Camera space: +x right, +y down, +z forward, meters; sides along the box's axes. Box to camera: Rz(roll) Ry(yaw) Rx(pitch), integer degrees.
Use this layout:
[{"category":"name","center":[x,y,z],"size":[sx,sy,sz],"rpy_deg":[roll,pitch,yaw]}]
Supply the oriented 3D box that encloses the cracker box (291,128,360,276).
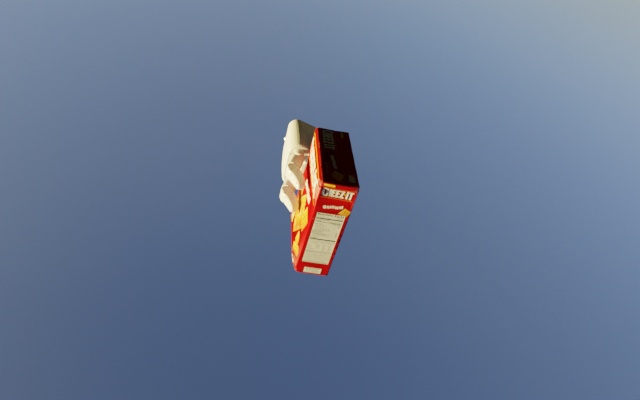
[{"category":"cracker box","center":[0.000,0.003,0.863],"size":[0.072,0.214,0.164],"rpy_deg":[8,39,-12]}]
